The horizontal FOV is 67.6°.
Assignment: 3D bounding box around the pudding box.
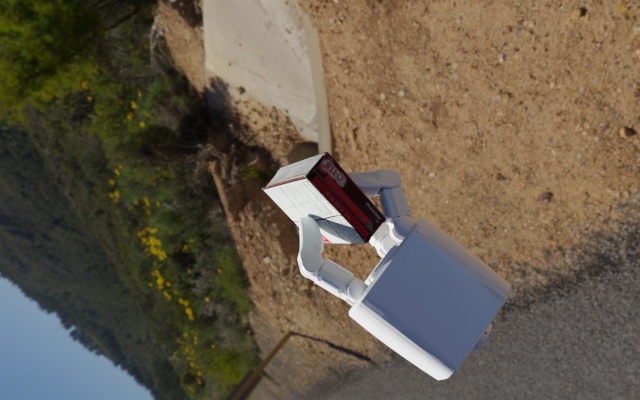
[{"bbox_3d":[0.000,0.002,0.484,0.039,0.090,0.113,-49,18,-24],"label":"pudding box"}]
